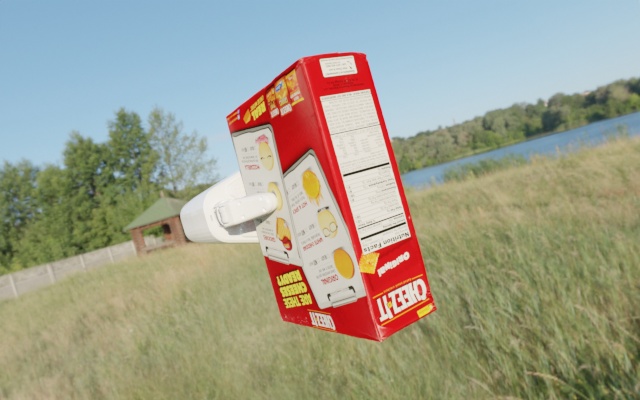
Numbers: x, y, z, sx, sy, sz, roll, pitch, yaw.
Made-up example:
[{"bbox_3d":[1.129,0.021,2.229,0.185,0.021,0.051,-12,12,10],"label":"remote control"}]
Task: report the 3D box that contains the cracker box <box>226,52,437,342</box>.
[{"bbox_3d":[0.000,0.001,0.422,0.072,0.213,0.164,-17,2,-31],"label":"cracker box"}]
